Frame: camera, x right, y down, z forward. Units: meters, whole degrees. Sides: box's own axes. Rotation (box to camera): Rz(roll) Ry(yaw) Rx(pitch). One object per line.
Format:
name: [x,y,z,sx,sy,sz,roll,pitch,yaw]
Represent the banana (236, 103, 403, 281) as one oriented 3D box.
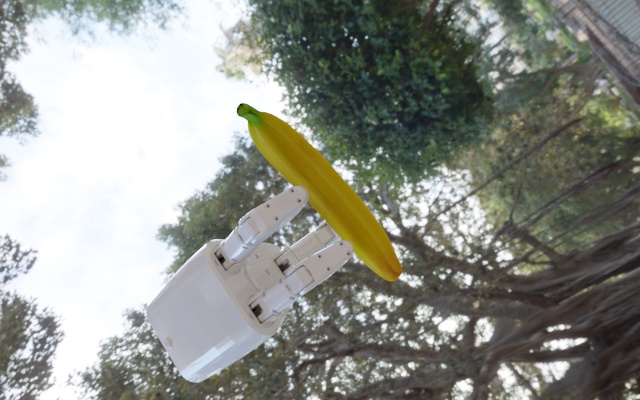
banana: [0.000,-0.008,0.417,0.037,0.198,0.069,-40,14,20]
